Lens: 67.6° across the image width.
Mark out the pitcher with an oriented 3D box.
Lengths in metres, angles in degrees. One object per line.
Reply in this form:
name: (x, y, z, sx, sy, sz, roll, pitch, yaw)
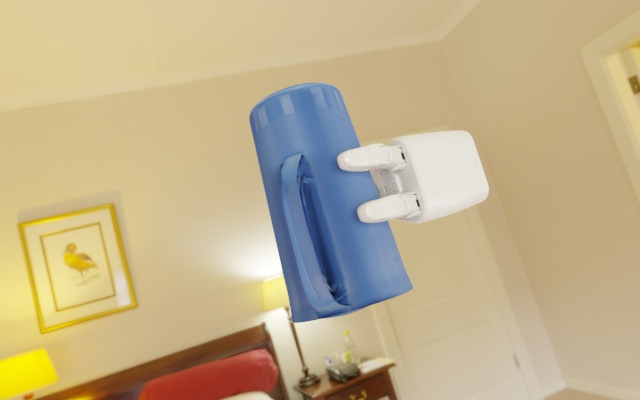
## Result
pitcher: (0.000, 0.002, 0.513, 0.145, 0.243, 0.149, -13, -8, -28)
